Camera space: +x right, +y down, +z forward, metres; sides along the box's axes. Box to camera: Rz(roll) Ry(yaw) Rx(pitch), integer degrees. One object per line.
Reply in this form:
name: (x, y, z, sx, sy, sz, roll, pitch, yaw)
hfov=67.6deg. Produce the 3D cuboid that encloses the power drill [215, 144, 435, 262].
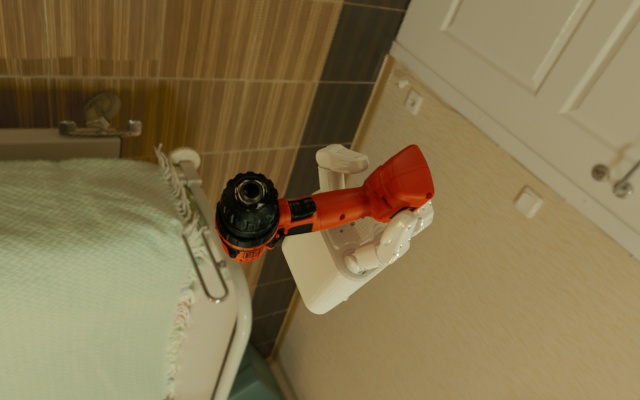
power drill: (0.000, 0.001, 0.423, 0.187, 0.057, 0.184, -13, -11, -14)
